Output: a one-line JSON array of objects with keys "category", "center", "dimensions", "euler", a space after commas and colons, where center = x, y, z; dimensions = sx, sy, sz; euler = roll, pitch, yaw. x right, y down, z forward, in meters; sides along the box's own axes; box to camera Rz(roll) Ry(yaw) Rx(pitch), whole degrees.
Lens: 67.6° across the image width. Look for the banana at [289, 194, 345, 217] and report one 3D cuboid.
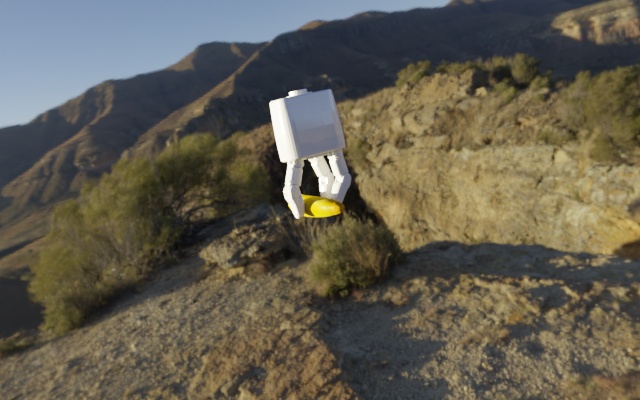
[{"category": "banana", "center": [-0.018, 0.006, 0.877], "dimensions": [0.069, 0.037, 0.198], "euler": [-11, 7, -15]}]
